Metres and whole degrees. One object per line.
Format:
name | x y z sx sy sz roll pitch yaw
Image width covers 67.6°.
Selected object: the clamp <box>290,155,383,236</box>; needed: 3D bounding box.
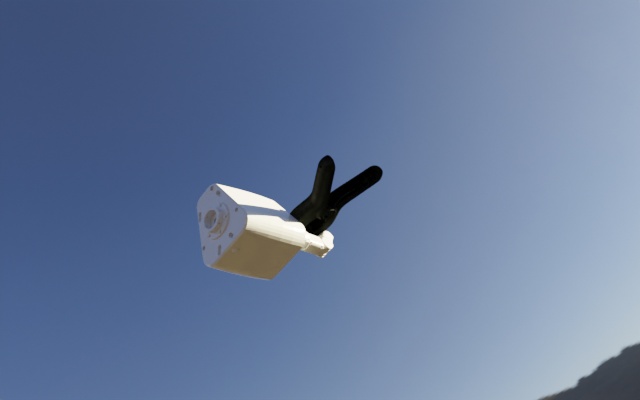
clamp | 0.000 0.002 0.671 0.120 0.171 0.039 22 28 -47
